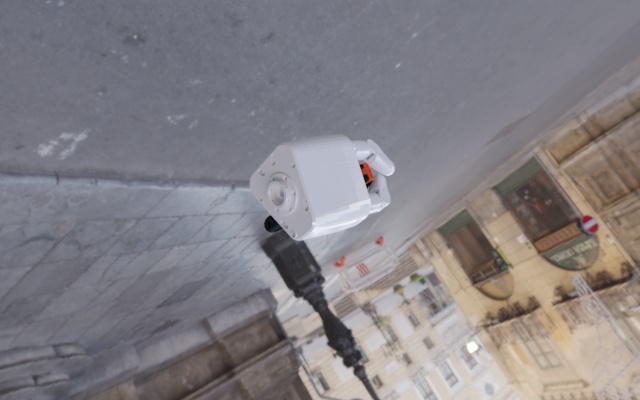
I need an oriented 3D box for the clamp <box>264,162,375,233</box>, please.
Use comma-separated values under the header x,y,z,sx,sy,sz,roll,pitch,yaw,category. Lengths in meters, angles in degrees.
x,y,z,sx,sy,sz,roll,pitch,yaw,category
0.001,0.003,0.684,0.120,0.039,0.171,-12,-24,-47,clamp
